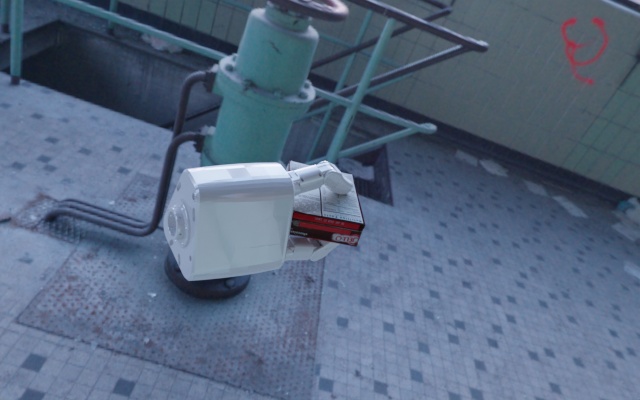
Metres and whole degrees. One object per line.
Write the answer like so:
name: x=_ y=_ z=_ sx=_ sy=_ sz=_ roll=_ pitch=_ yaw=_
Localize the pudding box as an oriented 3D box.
pudding box: x=0.000 y=0.002 z=0.573 sx=0.090 sy=0.039 sz=0.113 roll=12 pitch=34 yaw=-13
